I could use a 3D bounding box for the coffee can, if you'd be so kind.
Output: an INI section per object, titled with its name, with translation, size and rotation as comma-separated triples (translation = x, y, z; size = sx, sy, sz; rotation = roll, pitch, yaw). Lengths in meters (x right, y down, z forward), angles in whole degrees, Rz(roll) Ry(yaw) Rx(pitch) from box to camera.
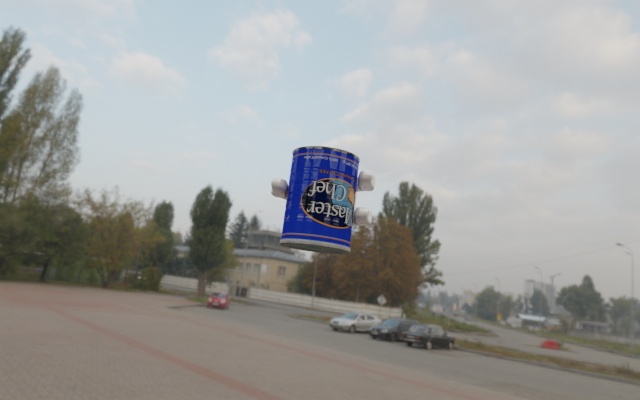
[coffee can]
translation = 0.000, 0.002, 0.703
size = 0.103, 0.140, 0.103
rotation = 7, -11, 1
